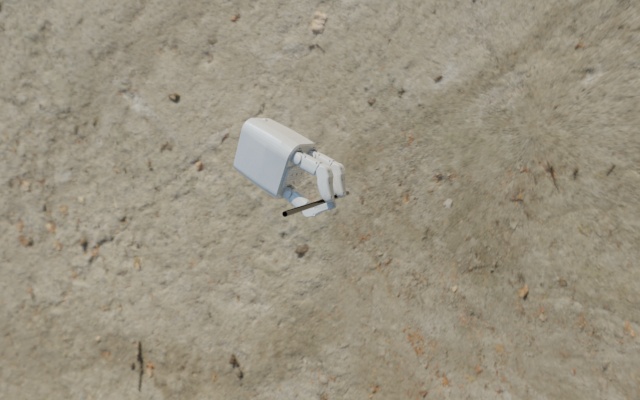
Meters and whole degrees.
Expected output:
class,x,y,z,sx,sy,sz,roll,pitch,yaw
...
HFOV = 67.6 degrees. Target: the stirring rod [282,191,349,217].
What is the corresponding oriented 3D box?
class,x,y,z,sx,sy,sz,roll,pitch,yaw
stirring rod,0.000,0.002,0.763,0.011,0.011,0.239,0,8,24
